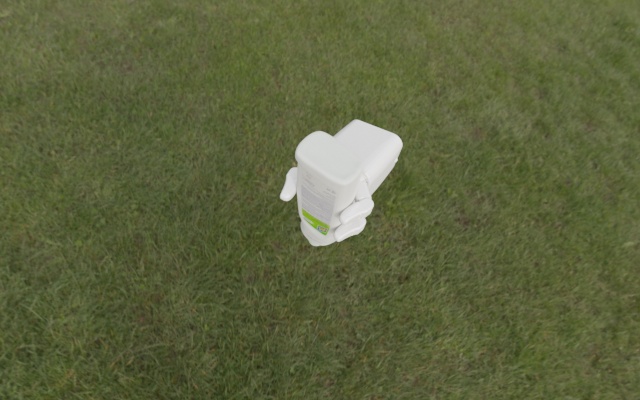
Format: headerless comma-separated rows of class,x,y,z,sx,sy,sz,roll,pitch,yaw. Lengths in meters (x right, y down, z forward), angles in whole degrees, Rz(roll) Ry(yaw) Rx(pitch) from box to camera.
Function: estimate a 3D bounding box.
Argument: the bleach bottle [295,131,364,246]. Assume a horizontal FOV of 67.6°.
bleach bottle,0.000,0.003,0.788,0.102,0.068,0.251,36,-30,14
